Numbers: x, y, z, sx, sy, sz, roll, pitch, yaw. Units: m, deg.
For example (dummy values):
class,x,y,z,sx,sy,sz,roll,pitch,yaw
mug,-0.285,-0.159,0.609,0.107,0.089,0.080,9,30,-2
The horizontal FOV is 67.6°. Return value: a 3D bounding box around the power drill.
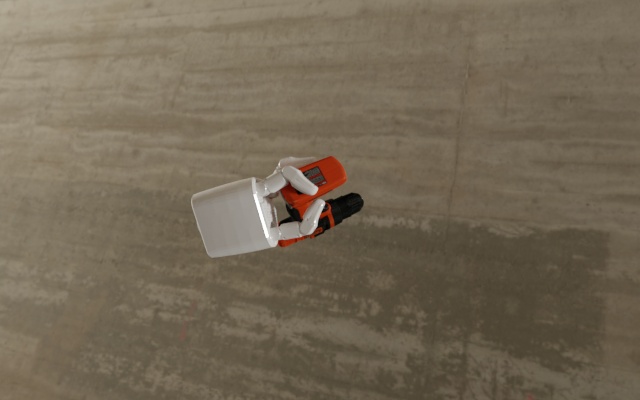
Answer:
class,x,y,z,sx,sy,sz,roll,pitch,yaw
power drill,0.000,0.003,0.823,0.184,0.057,0.188,-25,-25,-14
